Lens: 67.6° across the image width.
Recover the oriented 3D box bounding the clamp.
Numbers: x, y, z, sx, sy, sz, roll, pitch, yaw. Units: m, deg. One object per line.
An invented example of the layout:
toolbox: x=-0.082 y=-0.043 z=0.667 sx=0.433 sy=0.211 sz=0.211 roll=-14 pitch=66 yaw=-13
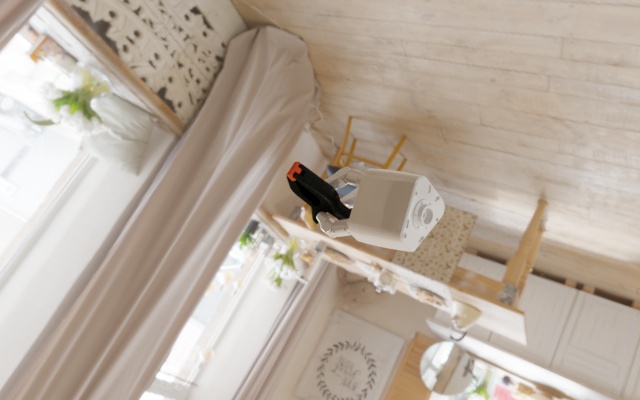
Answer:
clamp: x=0.000 y=0.003 z=0.843 sx=0.164 sy=0.036 sz=0.210 roll=10 pitch=-26 yaw=48
